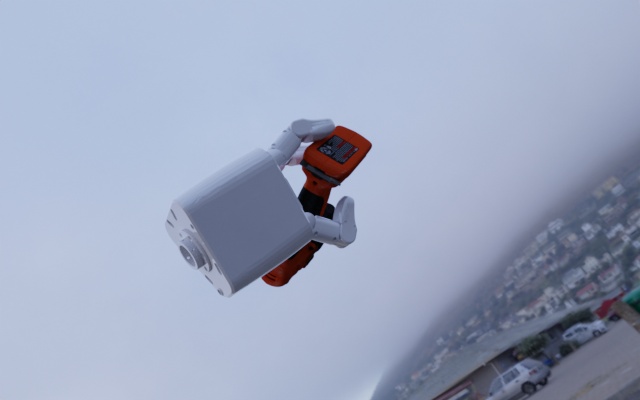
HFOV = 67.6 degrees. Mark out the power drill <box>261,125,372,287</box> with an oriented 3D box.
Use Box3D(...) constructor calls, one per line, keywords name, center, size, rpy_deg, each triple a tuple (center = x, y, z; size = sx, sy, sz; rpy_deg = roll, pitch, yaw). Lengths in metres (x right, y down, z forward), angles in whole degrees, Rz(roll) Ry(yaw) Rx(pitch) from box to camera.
Box3D(name="power drill", center=(0.000, 0.002, 0.606), size=(0.057, 0.188, 0.184), rpy_deg=(29, 35, 9))
